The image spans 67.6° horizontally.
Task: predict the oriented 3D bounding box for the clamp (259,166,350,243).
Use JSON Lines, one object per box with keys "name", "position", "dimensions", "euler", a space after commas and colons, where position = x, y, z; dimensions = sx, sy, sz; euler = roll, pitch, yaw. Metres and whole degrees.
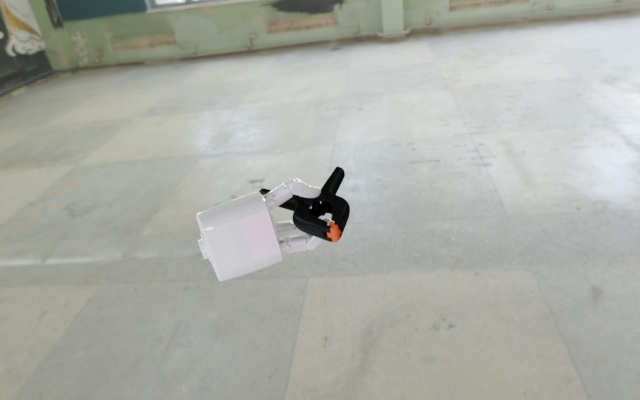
{"name": "clamp", "position": [0.000, 0.002, 0.805], "dimensions": [0.164, 0.036, 0.210], "euler": [-21, 31, -16]}
